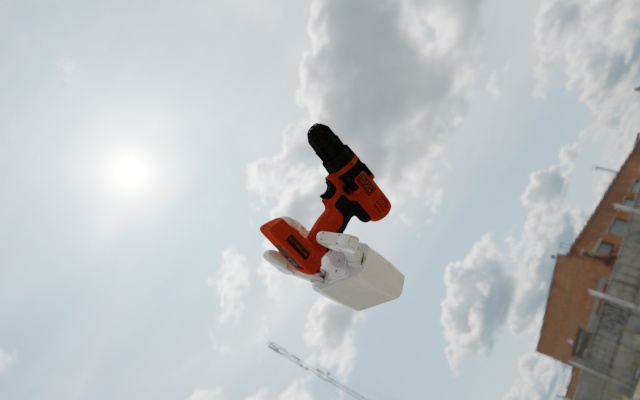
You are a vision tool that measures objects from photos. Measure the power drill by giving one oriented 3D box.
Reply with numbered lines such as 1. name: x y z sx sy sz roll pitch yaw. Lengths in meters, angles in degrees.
1. power drill: 0.000 0.003 0.716 0.187 0.184 0.057 -46 15 -17
